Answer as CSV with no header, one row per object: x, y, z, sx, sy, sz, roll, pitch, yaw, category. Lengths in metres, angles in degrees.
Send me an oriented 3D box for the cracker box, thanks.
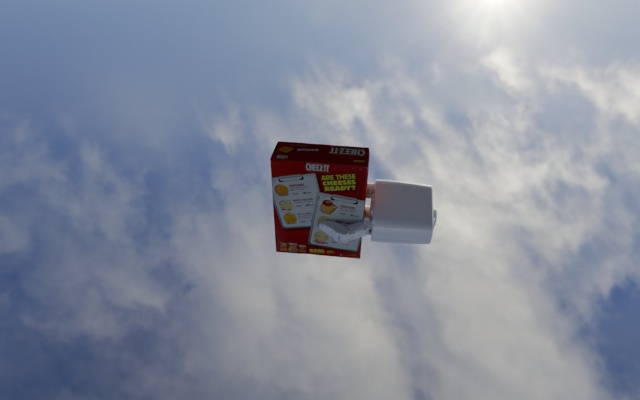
0.000,0.003,0.864,0.164,0.214,0.072,4,38,5,cracker box
